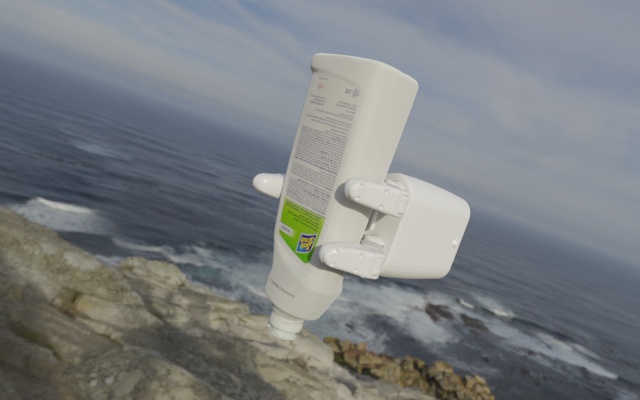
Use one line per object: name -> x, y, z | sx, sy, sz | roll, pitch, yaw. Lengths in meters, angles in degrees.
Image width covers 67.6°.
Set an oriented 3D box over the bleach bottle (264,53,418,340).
bleach bottle -> 0.000, 0.001, 0.431 | 0.068, 0.251, 0.102 | 13, 9, -40
